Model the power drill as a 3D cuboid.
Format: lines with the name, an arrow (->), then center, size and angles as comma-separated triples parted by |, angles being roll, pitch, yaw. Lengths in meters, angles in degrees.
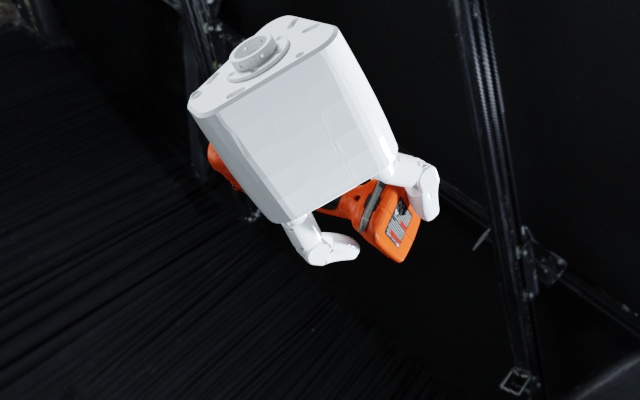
power drill -> 0.000, 0.002, 0.479 | 0.187, 0.057, 0.184 | 18, -10, 27
